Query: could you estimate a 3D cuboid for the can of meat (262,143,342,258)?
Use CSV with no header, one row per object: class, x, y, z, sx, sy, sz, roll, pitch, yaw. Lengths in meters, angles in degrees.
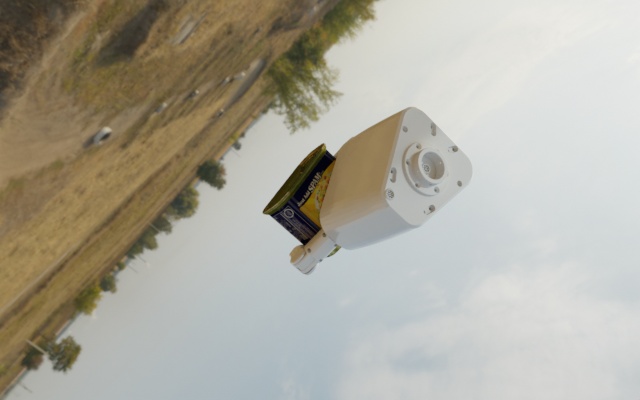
can of meat,0.000,0.002,0.532,0.084,0.102,0.057,42,-31,-12
